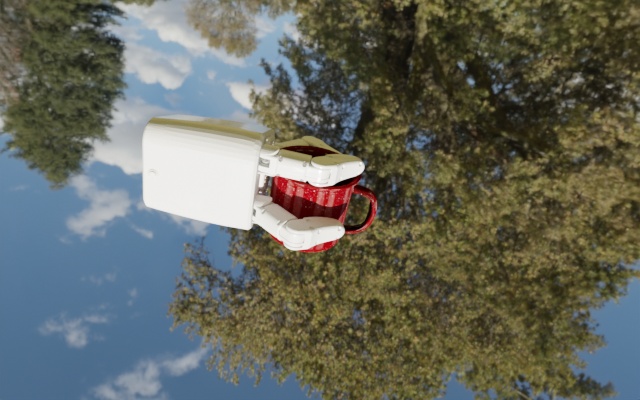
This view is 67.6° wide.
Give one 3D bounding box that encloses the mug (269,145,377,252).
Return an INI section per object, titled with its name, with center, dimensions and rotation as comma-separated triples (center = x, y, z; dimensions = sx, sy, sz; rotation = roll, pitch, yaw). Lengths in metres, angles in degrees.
[mug]
center = 0.001, 0.002, 0.497
dimensions = 0.117, 0.081, 0.093
rotation = 12, 30, 0
